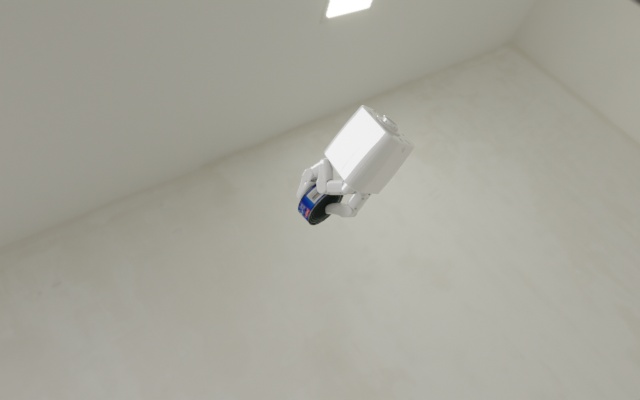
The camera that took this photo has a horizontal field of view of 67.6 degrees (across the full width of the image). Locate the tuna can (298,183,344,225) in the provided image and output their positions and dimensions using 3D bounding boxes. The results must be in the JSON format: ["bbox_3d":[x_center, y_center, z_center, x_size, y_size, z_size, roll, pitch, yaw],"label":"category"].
[{"bbox_3d":[0.000,0.003,0.874,0.033,0.086,0.086,44,21,23],"label":"tuna can"}]
